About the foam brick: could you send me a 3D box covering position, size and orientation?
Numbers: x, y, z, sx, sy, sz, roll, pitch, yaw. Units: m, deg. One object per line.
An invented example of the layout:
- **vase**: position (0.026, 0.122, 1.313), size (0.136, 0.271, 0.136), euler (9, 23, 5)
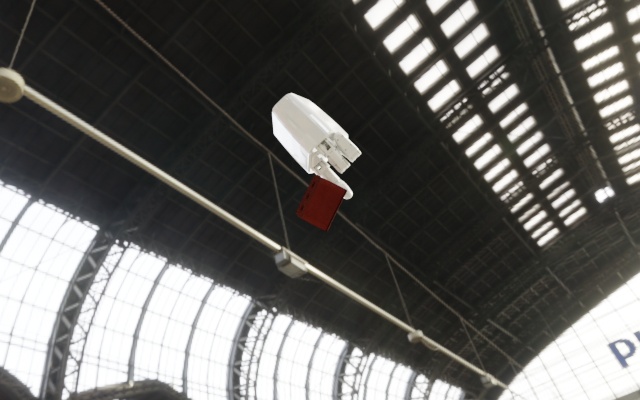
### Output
- **foam brick**: position (0.000, 0.003, 0.801), size (0.051, 0.078, 0.053), euler (25, 3, -16)
